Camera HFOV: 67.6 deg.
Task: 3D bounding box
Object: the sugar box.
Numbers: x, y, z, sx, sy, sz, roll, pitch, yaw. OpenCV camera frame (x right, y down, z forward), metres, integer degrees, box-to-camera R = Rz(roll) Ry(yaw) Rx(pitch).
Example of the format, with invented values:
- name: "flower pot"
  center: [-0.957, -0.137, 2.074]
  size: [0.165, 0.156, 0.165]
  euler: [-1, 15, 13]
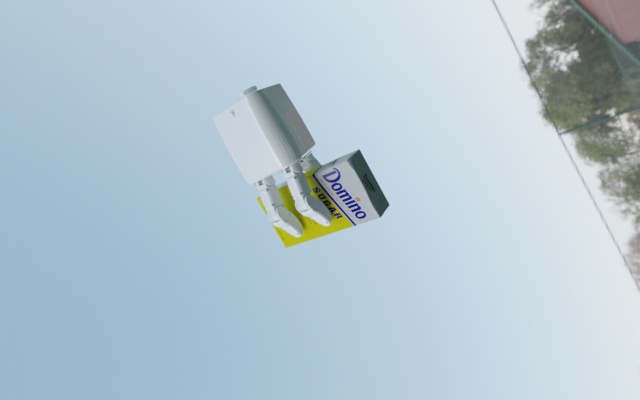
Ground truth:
- name: "sugar box"
  center: [0.000, 0.002, 0.685]
  size: [0.176, 0.093, 0.048]
  euler: [-21, 15, 38]
